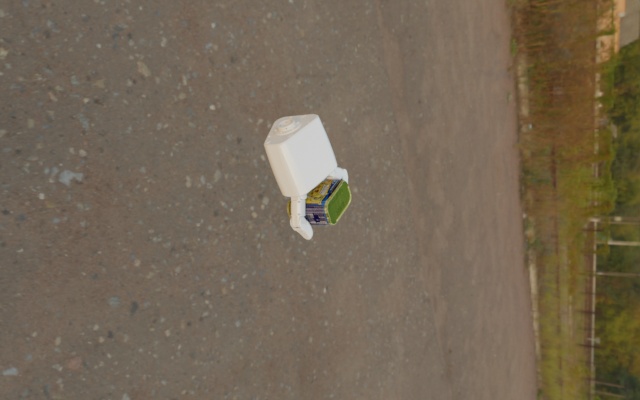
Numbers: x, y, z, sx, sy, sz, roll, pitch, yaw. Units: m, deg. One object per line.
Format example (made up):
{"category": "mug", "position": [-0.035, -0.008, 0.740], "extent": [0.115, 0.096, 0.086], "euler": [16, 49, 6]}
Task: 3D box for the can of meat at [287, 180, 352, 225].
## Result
{"category": "can of meat", "position": [0.000, 0.003, 0.893], "extent": [0.084, 0.057, 0.102], "euler": [0, 35, 31]}
